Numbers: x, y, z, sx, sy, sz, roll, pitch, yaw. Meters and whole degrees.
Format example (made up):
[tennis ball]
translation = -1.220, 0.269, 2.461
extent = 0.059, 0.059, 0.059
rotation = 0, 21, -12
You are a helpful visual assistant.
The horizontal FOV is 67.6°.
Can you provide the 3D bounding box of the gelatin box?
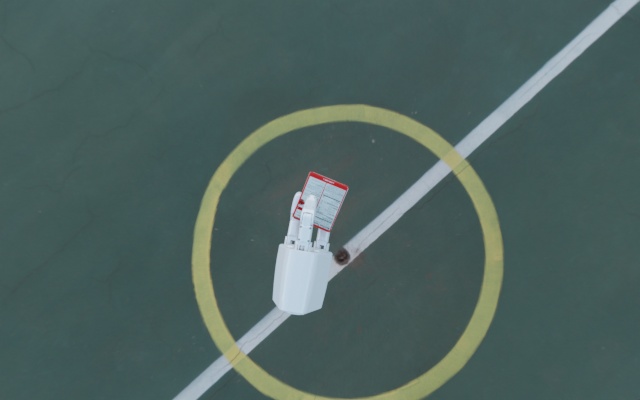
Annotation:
[gelatin box]
translation = 0.000, 0.002, 0.847
extent = 0.073, 0.089, 0.030
rotation = 22, 3, 4
